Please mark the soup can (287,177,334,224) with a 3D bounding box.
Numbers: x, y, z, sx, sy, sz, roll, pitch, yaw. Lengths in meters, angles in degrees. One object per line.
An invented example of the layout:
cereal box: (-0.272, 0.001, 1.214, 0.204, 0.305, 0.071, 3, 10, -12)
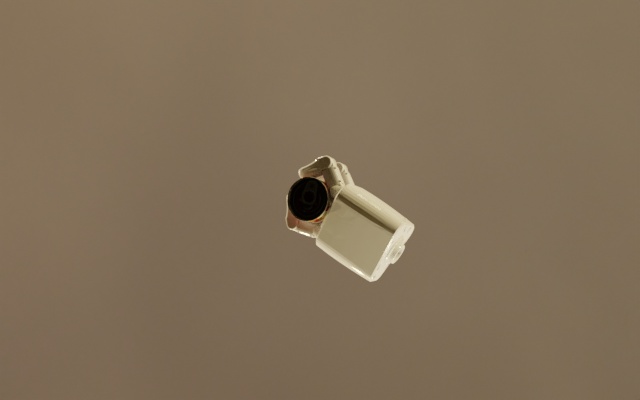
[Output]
soup can: (0.000, 0.002, 0.762, 0.068, 0.068, 0.102, 0, -6, 23)
